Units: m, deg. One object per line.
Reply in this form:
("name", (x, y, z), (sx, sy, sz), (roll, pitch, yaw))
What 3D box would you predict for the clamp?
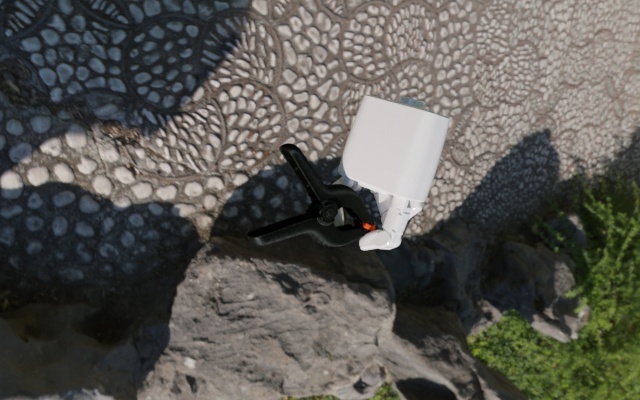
("clamp", (0.001, 0.002, 0.577), (0.171, 0.120, 0.039), (9, 14, -38))
